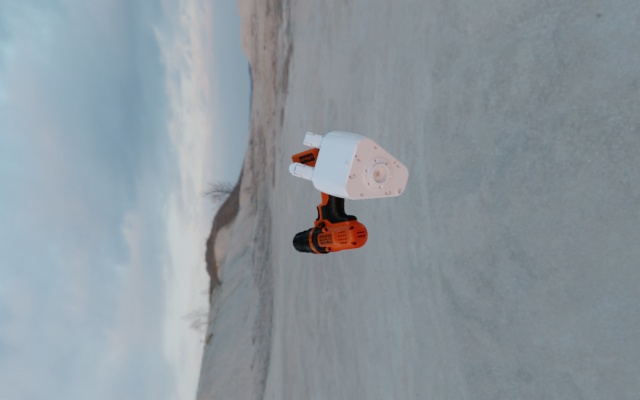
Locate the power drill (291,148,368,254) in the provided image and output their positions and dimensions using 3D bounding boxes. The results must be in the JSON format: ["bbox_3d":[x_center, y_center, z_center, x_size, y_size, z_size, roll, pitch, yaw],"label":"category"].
[{"bbox_3d":[0.000,0.002,0.860,0.057,0.187,0.184,-10,-2,-41],"label":"power drill"}]
